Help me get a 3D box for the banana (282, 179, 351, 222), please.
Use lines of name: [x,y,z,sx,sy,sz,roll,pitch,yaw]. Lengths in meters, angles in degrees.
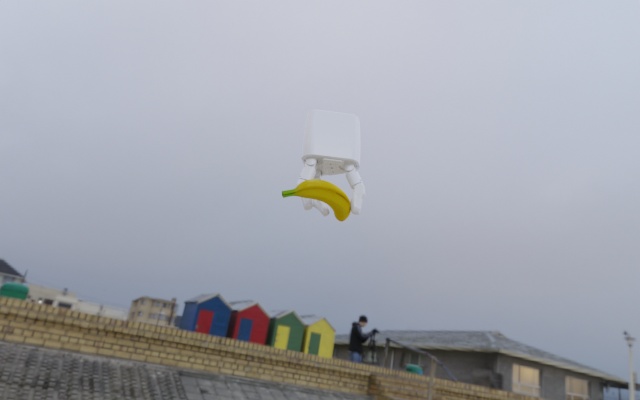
banana: [0.014,-0.002,0.879,0.069,0.037,0.198,-15,-25,31]
